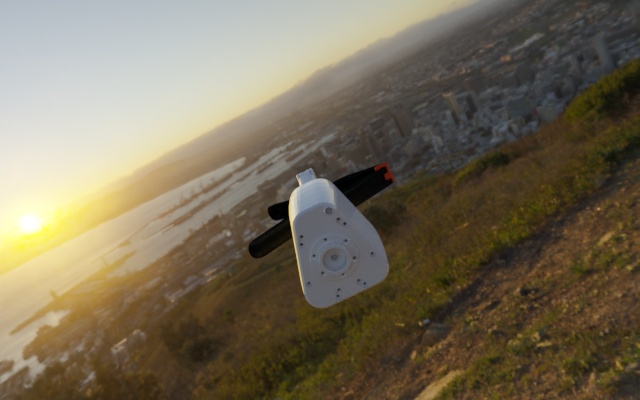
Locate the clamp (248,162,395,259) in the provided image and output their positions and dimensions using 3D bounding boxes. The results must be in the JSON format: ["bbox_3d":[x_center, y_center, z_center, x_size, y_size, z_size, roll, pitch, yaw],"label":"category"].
[{"bbox_3d":[0.000,0.001,0.670,0.210,0.036,0.164,-27,15,4],"label":"clamp"}]
